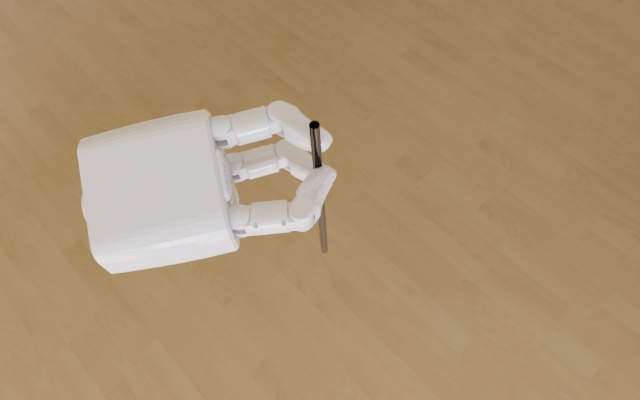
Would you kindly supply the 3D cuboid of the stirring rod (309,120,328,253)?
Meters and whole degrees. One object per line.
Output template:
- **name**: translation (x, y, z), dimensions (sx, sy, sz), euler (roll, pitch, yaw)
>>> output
- **stirring rod**: translation (0.000, 0.002, 0.457), dimensions (0.011, 0.011, 0.240), euler (0, -28, 2)
